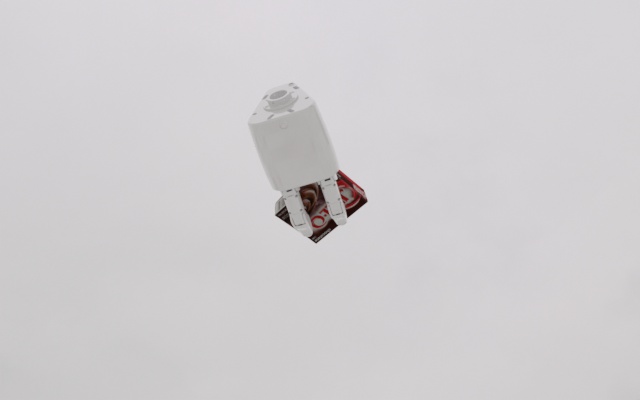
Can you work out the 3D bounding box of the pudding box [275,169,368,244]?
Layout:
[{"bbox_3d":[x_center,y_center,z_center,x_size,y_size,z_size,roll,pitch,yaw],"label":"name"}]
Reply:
[{"bbox_3d":[0.000,0.002,0.719,0.113,0.039,0.090,-40,-59,22],"label":"pudding box"}]
